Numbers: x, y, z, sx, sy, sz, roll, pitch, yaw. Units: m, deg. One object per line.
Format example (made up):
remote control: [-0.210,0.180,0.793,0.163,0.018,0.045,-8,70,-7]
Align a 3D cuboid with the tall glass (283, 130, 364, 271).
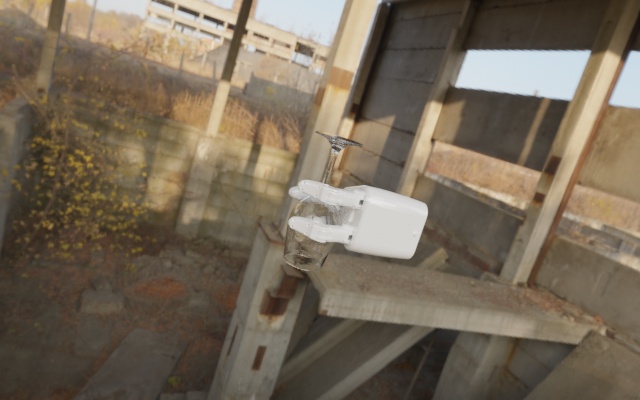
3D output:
tall glass: [0.000,0.002,0.714,0.079,0.201,0.079,16,11,-3]
